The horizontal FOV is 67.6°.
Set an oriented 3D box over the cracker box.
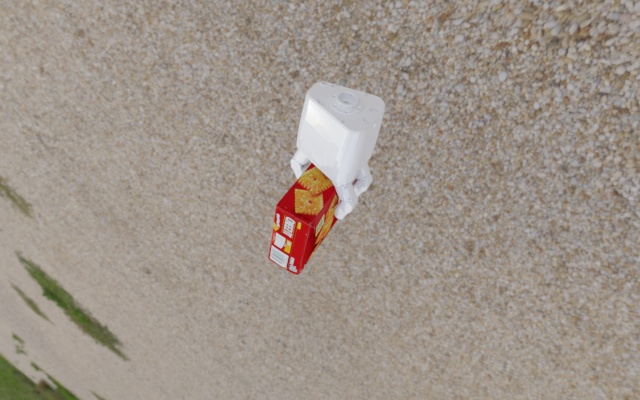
[{"bbox_3d":[0.000,0.003,0.823,0.072,0.213,0.164,30,-37,12],"label":"cracker box"}]
